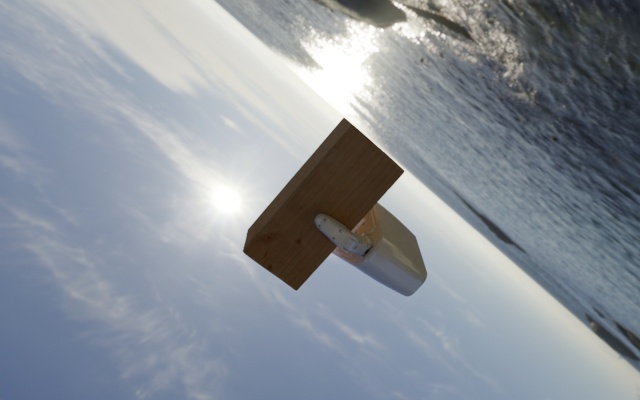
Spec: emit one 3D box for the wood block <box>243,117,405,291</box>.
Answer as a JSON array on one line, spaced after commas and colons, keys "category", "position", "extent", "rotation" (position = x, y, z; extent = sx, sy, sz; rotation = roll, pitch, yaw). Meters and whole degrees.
[{"category": "wood block", "position": [0.000, 0.002, 0.624], "extent": [0.090, 0.206, 0.090], "rotation": [39, 10, -14]}]
